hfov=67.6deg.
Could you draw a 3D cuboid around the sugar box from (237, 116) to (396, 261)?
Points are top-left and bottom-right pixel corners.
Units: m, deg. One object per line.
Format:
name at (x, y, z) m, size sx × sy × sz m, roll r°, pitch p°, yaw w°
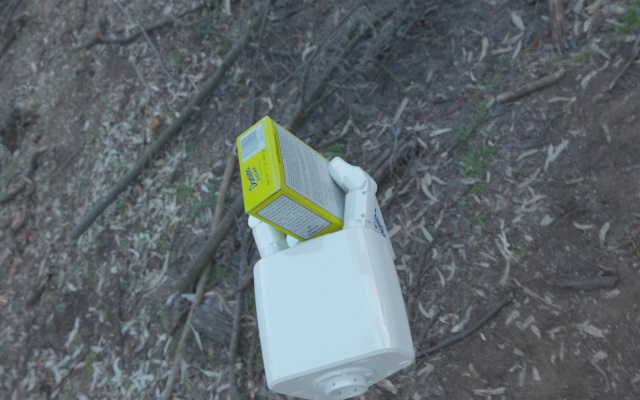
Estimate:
sugar box at (0.000, 0.002, 0.461) m, size 0.048 × 0.093 × 0.176 m, roll -32°, pitch -43°, yaw 22°
